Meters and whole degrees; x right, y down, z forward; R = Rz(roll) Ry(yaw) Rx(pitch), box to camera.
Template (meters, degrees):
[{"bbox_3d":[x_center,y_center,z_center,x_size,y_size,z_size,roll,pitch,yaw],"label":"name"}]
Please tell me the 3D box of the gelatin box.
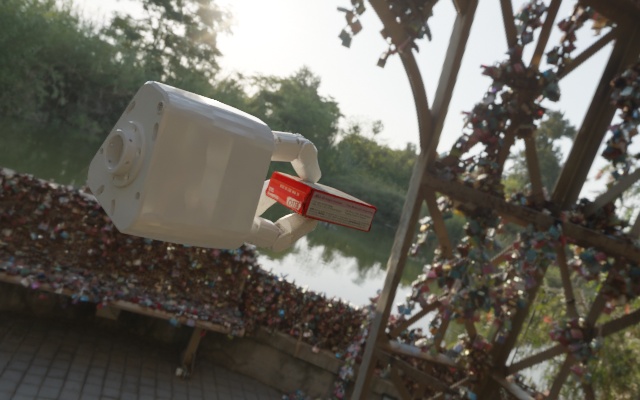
[{"bbox_3d":[0.000,0.001,0.482,0.089,0.030,0.073,15,7,-38],"label":"gelatin box"}]
